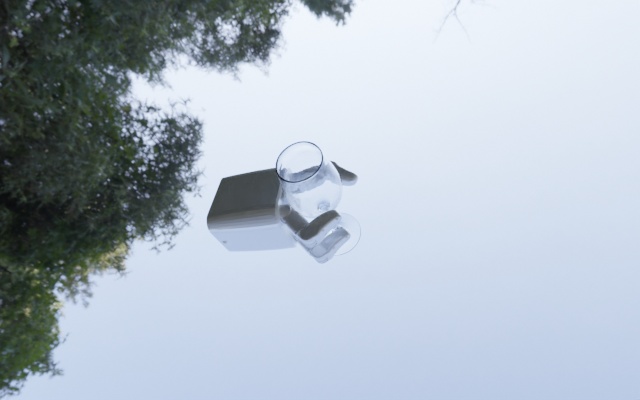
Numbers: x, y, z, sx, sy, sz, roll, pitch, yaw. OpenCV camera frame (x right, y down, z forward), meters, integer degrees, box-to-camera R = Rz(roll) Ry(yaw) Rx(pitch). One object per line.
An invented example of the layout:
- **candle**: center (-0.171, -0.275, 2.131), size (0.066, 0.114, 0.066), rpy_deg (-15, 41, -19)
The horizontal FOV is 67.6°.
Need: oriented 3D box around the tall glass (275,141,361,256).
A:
- **tall glass**: center (0.000, 0.002, 0.665), size (0.079, 0.079, 0.201), rpy_deg (0, -30, 18)
